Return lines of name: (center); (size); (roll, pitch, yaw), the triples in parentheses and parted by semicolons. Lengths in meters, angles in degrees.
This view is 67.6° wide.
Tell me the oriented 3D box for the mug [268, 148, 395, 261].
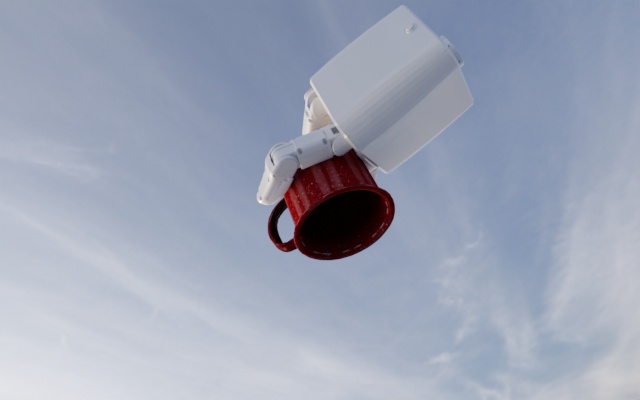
mug: (-0.001, 0.002, 0.441); (0.117, 0.081, 0.093); (-37, -43, 13)
